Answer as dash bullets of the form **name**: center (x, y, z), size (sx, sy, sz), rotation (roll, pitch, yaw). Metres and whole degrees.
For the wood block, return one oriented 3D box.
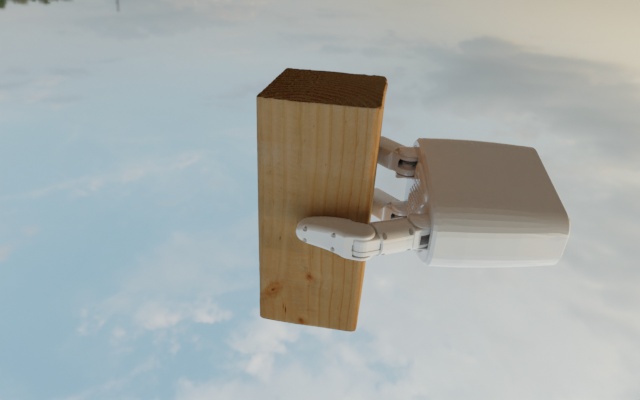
- **wood block**: center (0.000, 0.002, 0.415), size (0.090, 0.206, 0.090), rotation (7, 29, 7)
